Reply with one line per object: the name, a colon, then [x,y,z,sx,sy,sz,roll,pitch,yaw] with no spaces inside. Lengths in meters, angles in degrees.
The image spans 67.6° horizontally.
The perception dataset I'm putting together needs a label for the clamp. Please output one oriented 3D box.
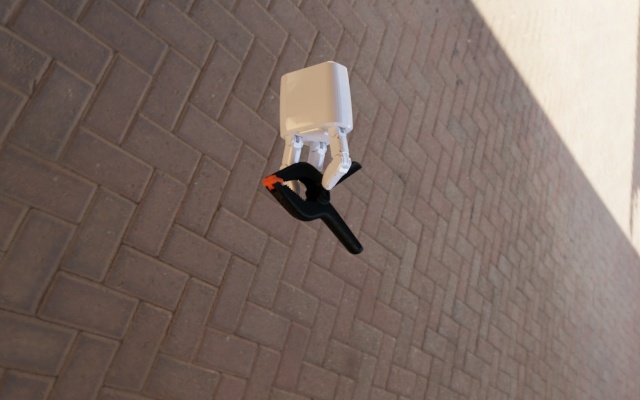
clamp: [0.000,0.002,0.761,0.210,0.164,0.036,8,-18,-44]
